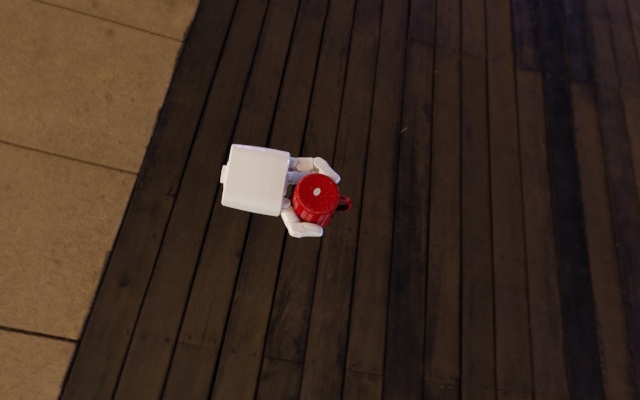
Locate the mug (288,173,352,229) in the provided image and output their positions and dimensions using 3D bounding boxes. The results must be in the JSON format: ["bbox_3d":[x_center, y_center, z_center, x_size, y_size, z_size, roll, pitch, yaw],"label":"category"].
[{"bbox_3d":[0.002,0.003,0.877,0.117,0.093,0.081,8,-23,-9],"label":"mug"}]
